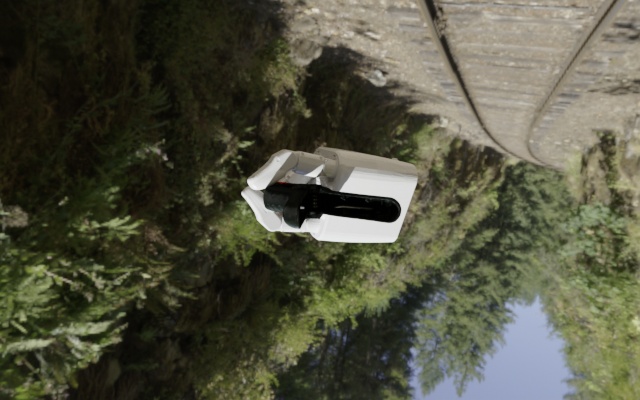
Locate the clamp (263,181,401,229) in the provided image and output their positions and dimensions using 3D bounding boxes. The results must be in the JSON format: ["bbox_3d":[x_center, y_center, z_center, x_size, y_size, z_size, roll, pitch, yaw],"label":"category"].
[{"bbox_3d":[0.000,0.002,0.497,0.120,0.039,0.171,6,8,-21],"label":"clamp"}]
